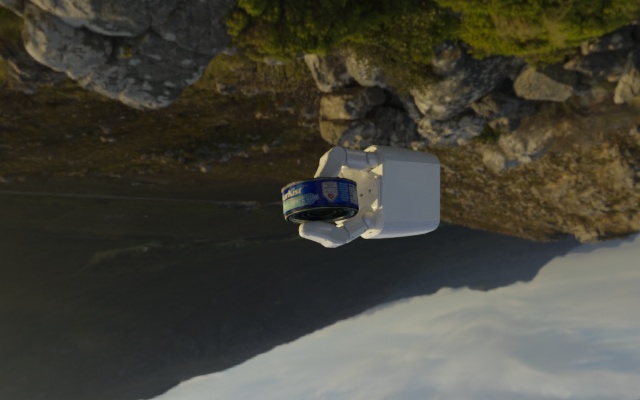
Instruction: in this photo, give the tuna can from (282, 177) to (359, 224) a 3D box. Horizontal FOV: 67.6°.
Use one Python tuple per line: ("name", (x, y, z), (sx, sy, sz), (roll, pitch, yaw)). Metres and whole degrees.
("tuna can", (0.000, 0.002, 0.536), (0.086, 0.033, 0.086), (-5, -14, -1))
